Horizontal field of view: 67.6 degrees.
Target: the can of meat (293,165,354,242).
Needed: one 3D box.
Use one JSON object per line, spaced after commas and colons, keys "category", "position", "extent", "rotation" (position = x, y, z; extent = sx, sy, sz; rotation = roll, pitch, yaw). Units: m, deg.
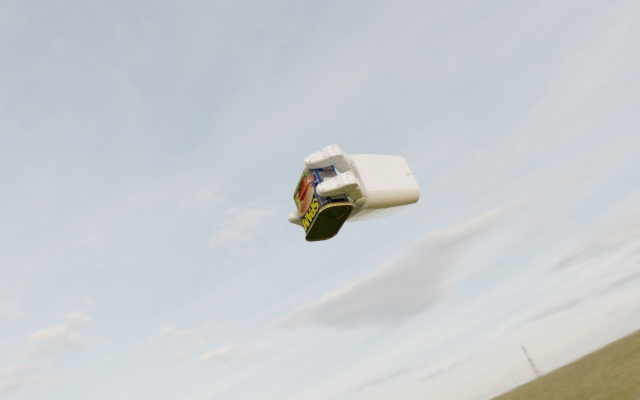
{"category": "can of meat", "position": [0.000, 0.002, 0.748], "extent": [0.057, 0.084, 0.102], "rotation": [-5, -33, -26]}
